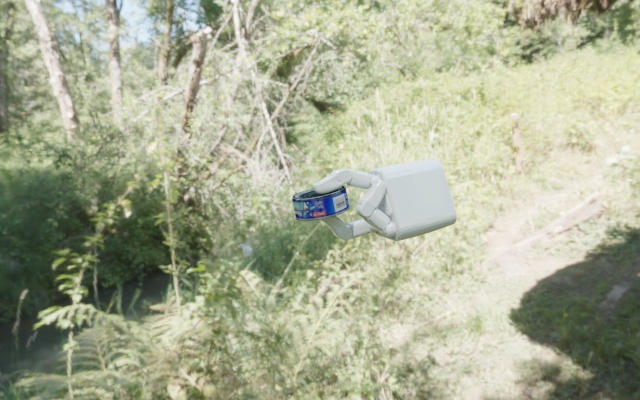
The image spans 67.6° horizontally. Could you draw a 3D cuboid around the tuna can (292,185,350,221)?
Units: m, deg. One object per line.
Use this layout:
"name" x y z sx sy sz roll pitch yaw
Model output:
"tuna can" 0.000 0.002 0.727 0.086 0.034 0.086 -11 12 2
